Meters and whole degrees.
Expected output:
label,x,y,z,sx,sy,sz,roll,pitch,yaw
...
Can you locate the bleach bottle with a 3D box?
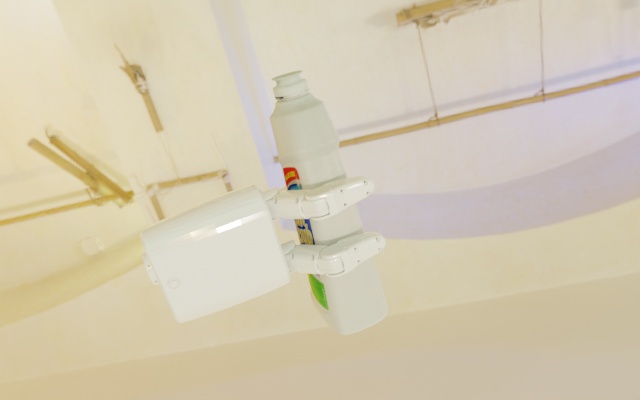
label,x,y,z,sx,sy,sz,roll,pitch,yaw
bleach bottle,0.000,0.002,0.465,0.068,0.251,0.102,-21,22,-13
